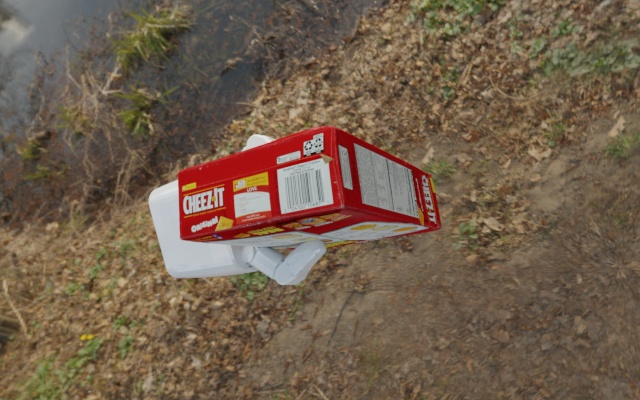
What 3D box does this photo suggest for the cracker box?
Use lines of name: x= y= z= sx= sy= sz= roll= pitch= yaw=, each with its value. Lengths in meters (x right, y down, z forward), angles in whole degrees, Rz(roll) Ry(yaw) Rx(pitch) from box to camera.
cracker box: x=0.000 y=0.002 z=0.460 sx=0.164 sy=0.072 sz=0.214 roll=-13 pitch=-13 yaw=30
